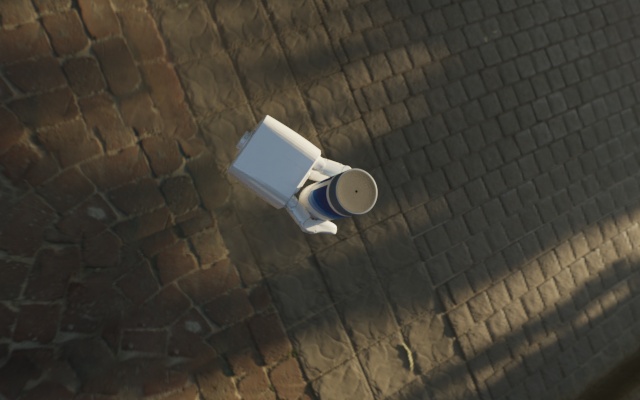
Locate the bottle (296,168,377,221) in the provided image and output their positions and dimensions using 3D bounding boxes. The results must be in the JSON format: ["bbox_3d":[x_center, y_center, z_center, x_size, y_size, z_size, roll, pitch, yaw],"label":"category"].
[{"bbox_3d":[0.000,0.003,0.813,0.069,0.069,0.296,0,-6,-20],"label":"bottle"}]
